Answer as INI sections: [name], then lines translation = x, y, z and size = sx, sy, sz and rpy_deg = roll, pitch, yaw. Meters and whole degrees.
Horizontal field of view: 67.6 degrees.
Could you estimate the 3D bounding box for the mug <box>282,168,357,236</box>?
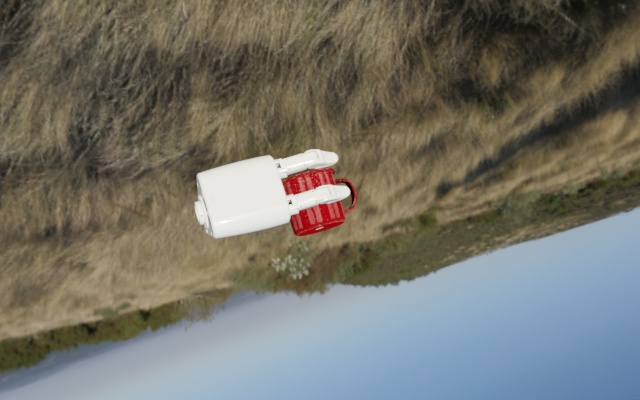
[mug]
translation = 0.001, 0.002, 0.727
size = 0.117, 0.081, 0.093
rpy_deg = -14, -10, -18
